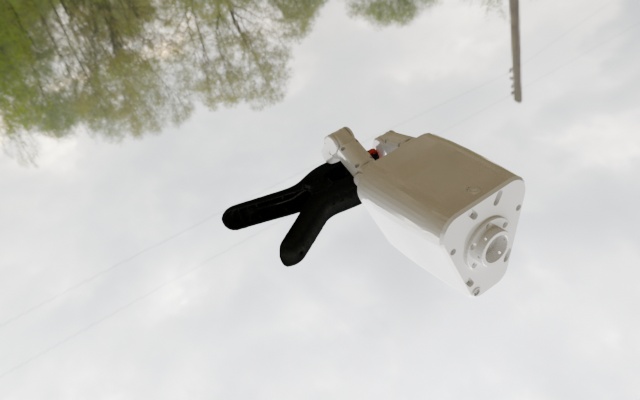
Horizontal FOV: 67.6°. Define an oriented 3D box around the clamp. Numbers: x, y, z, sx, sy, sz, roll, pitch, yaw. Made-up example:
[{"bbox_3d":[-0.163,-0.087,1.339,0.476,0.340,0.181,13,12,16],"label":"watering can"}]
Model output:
[{"bbox_3d":[0.000,0.002,0.457,0.171,0.039,0.120,-29,37,-18],"label":"clamp"}]
